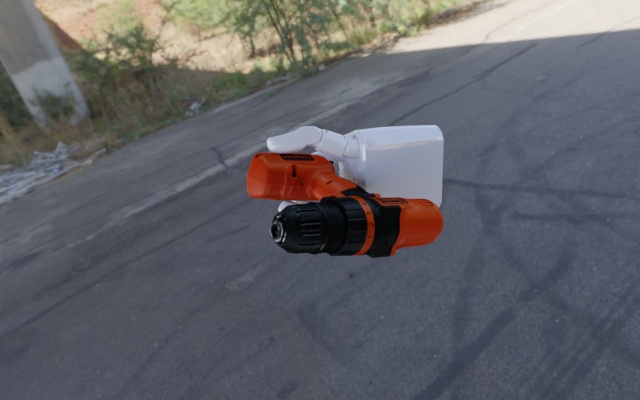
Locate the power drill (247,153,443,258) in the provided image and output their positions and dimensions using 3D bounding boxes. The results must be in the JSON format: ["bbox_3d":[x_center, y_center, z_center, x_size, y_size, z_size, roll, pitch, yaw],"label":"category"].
[{"bbox_3d":[0.000,0.001,0.478,0.184,0.057,0.187,1,19,-37],"label":"power drill"}]
